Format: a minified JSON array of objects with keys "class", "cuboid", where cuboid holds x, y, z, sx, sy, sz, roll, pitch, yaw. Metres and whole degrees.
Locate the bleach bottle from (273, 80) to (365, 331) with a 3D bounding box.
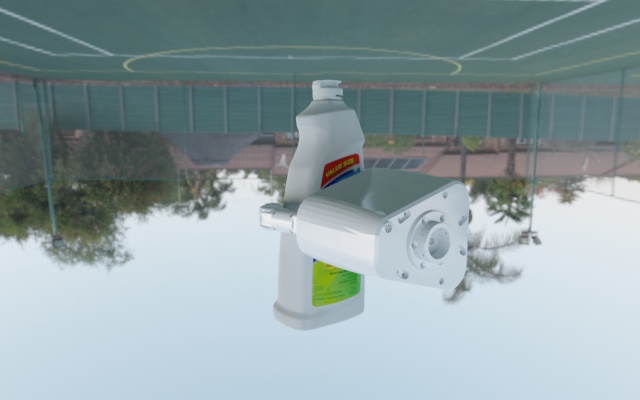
[{"class":"bleach bottle","cuboid":[0.000,0.002,0.505,0.102,0.251,0.068,-6,10,-36]}]
